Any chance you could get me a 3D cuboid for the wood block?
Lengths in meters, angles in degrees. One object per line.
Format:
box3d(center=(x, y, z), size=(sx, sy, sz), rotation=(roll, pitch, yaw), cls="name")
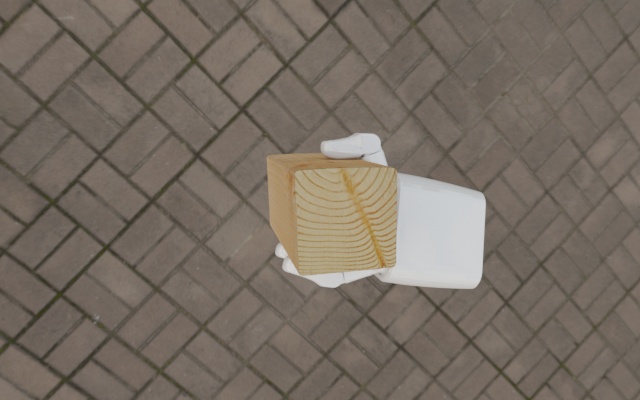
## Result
box3d(center=(0.000, 0.001, 0.498), size=(0.090, 0.091, 0.206), rotation=(-3, 9, -12), cls="wood block")
